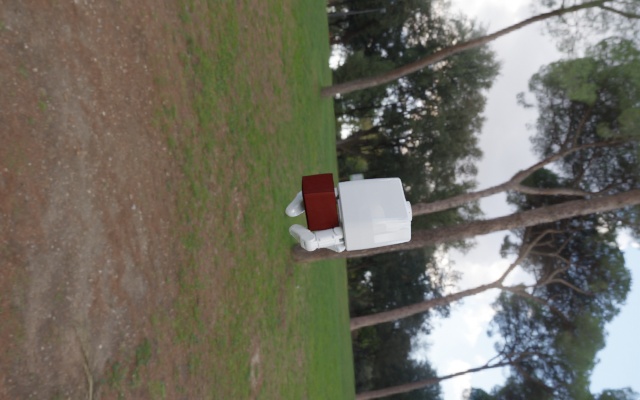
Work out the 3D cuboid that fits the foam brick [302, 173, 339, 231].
[{"bbox_3d":[0.000,0.002,0.767,0.051,0.078,0.053,-7,37,2],"label":"foam brick"}]
